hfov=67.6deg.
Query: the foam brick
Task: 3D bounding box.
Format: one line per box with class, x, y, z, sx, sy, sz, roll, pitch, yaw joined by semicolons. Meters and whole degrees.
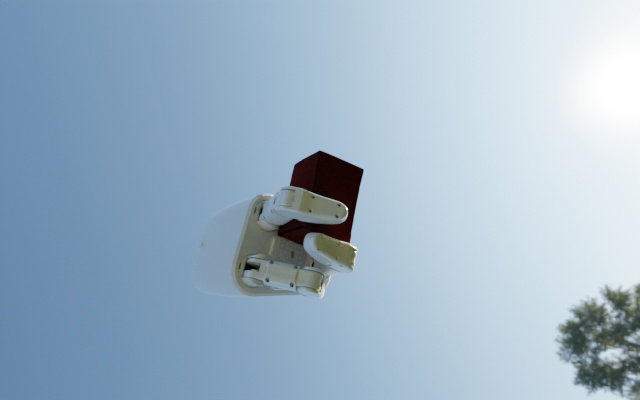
foam brick;0.000;0.001;0.453;0.053;0.078;0.051;23;-23;-25
